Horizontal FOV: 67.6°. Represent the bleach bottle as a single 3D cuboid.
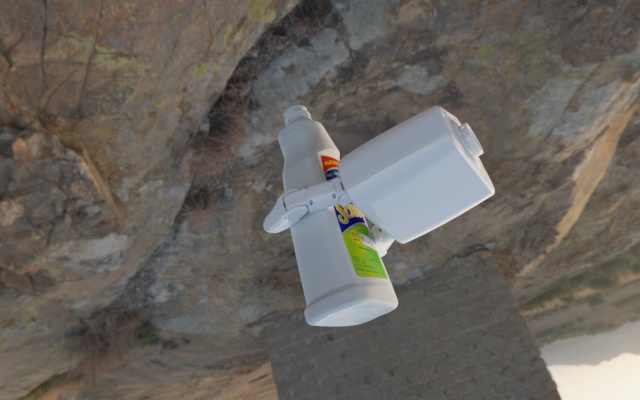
[{"bbox_3d":[0.000,0.002,0.505,0.068,0.250,0.102,-31,-28,25],"label":"bleach bottle"}]
